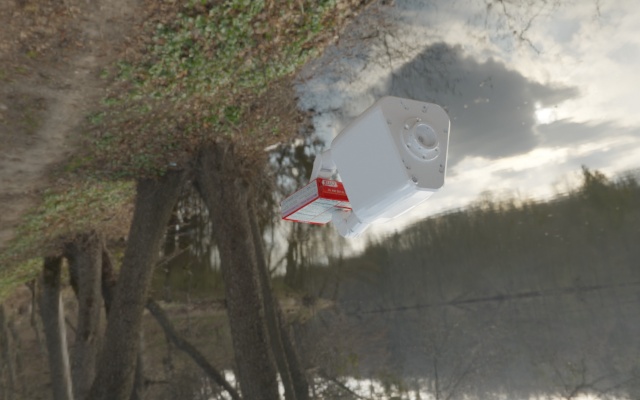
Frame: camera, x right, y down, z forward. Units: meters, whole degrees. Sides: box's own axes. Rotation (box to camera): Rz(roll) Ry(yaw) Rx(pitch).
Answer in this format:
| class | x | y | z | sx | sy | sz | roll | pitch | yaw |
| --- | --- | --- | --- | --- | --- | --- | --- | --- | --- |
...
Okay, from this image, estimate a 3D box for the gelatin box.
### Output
| class | x | y | z | sx | sy | sz | roll | pitch | yaw |
| --- | --- | --- | --- | --- | --- | --- | --- | --- | --- |
| gelatin box | 0.000 | 0.003 | 0.639 | 0.073 | 0.030 | 0.089 | 9 | -27 | -38 |
